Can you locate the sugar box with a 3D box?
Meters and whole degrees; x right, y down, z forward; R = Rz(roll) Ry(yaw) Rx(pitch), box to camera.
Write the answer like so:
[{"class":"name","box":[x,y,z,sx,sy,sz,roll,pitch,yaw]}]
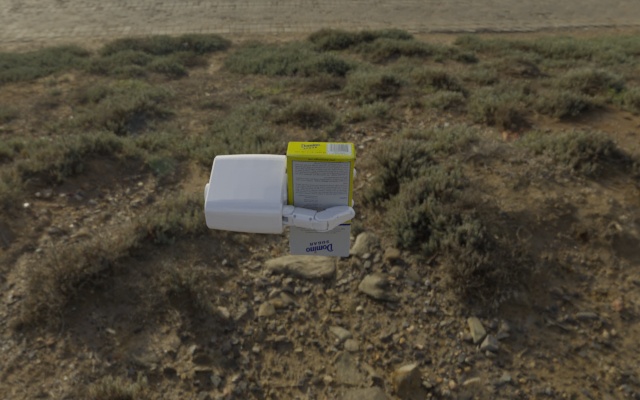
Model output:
[{"class":"sugar box","box":[0.000,0.002,0.692,0.093,0.176,0.048,2,38,1]}]
